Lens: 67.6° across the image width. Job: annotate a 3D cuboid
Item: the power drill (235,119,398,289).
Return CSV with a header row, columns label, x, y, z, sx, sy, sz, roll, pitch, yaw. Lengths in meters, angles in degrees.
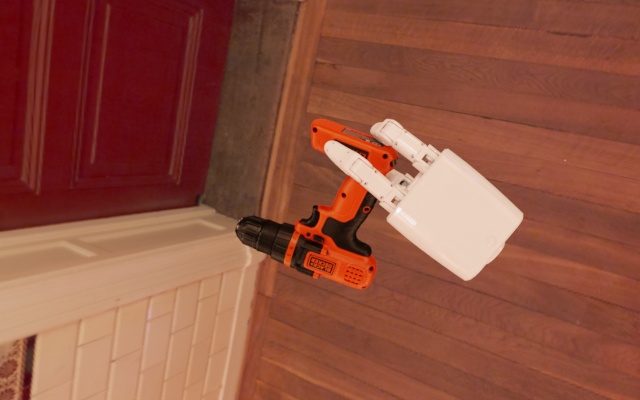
label,x,y,z,sx,sy,sz,roll,pitch,yaw
power drill,0.000,0.002,0.578,0.184,0.188,0.057,19,21,3
